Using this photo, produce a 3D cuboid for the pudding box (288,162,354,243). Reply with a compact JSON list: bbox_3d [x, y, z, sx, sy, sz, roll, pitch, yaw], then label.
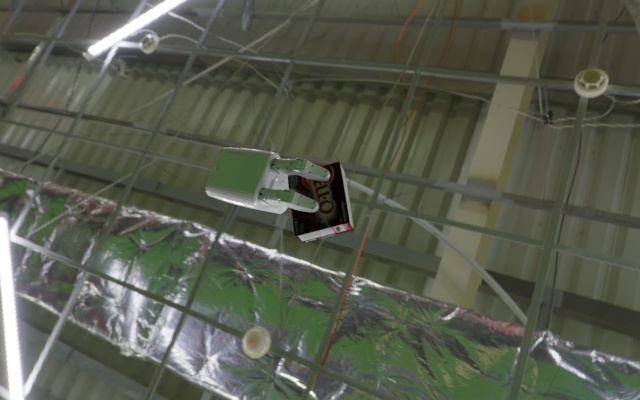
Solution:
[{"bbox_3d":[0.000,0.003,0.756,0.090,0.113,0.039,-16,-27,13],"label":"pudding box"}]
